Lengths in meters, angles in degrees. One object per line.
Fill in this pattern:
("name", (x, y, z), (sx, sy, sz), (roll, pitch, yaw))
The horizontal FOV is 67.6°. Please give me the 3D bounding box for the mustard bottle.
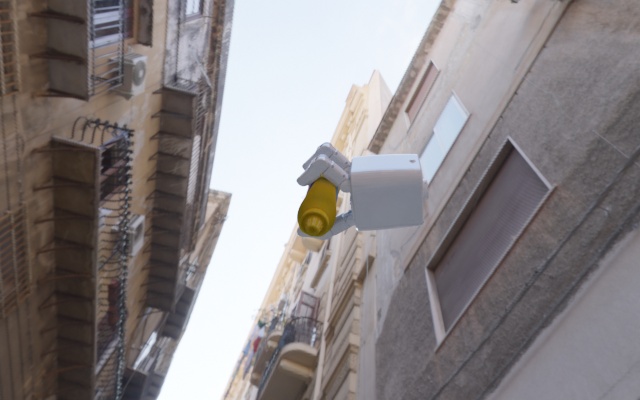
("mustard bottle", (0.000, 0.002, 0.751), (0.058, 0.096, 0.191), (18, 26, -2))
